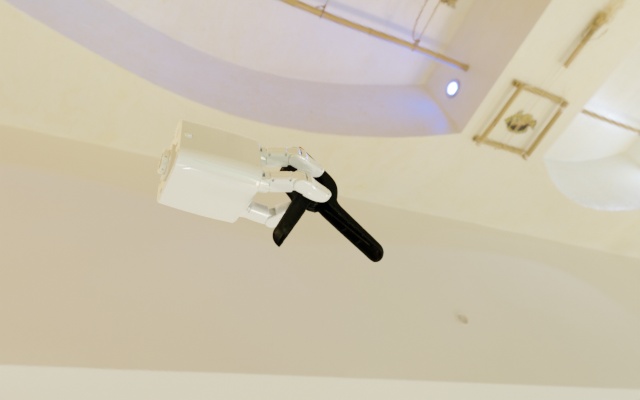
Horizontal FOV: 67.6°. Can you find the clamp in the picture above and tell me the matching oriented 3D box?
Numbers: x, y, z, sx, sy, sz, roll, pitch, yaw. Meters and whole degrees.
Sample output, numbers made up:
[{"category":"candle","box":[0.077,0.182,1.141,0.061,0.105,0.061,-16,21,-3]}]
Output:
[{"category":"clamp","box":[-0.001,0.002,0.672,0.164,0.036,0.209,18,34,-26]}]
